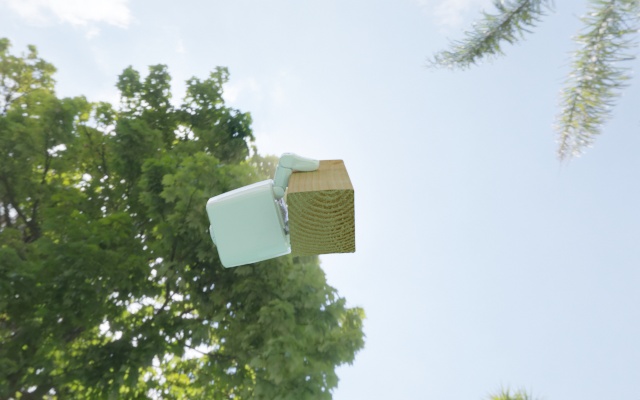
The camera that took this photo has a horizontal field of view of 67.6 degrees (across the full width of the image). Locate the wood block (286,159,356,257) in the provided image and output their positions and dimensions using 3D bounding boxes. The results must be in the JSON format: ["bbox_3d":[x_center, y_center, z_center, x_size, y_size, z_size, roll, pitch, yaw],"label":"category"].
[{"bbox_3d":[0.000,0.002,0.721,0.090,0.091,0.206,-3,16,-1],"label":"wood block"}]
